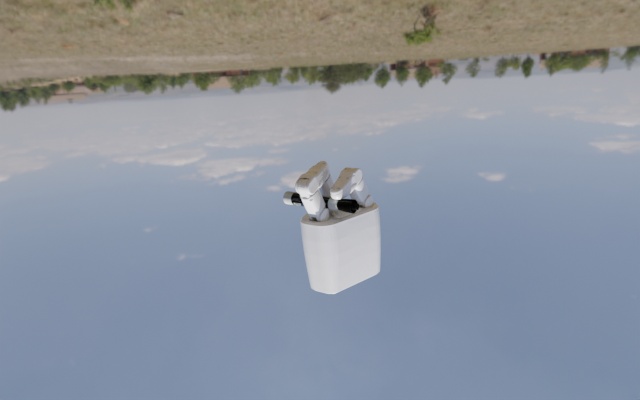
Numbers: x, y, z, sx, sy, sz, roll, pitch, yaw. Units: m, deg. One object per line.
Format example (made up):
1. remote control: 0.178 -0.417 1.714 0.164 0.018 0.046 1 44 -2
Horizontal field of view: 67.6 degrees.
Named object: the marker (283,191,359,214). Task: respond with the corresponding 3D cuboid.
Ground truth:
1. marker: 0.000 0.002 0.650 0.121 0.020 0.020 7 4 36
